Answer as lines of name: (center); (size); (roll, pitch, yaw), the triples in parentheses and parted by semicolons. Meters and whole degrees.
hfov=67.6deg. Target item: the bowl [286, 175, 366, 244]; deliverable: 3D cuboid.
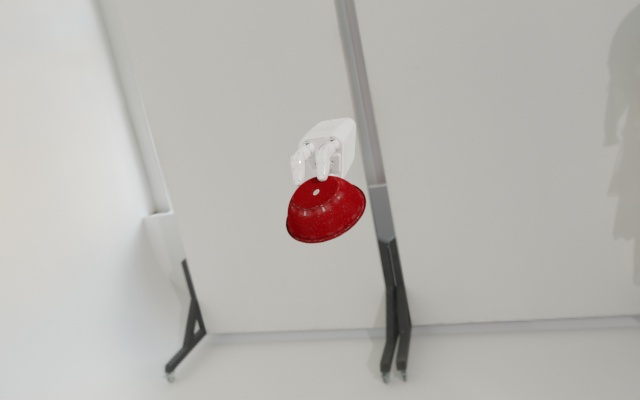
bowl: (0.000, 0.003, 0.883); (0.162, 0.055, 0.162); (-16, 38, 13)
